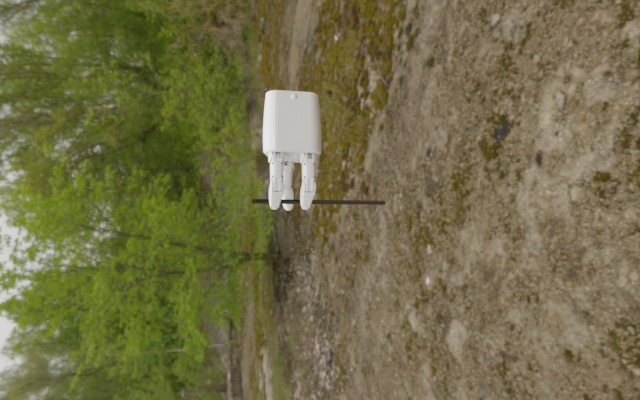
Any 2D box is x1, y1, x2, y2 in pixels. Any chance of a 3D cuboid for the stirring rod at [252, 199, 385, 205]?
[{"bbox_3d":[0.000,0.003,0.848,0.239,0.011,0.011,1,0,-13],"label":"stirring rod"}]
